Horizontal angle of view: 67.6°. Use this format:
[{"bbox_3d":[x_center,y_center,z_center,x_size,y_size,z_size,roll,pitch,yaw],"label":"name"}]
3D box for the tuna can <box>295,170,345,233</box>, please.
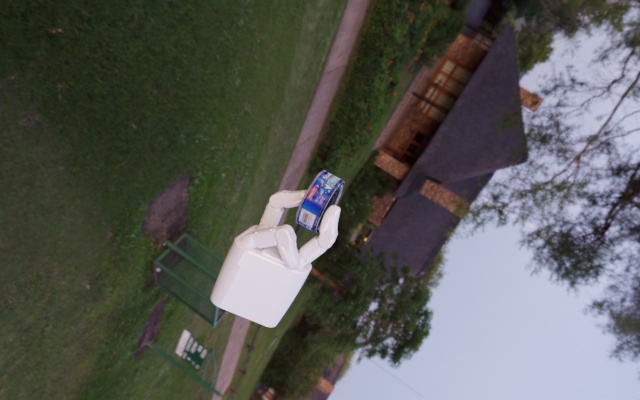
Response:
[{"bbox_3d":[0.001,0.002,0.676,0.034,0.086,0.086,28,6,10],"label":"tuna can"}]
